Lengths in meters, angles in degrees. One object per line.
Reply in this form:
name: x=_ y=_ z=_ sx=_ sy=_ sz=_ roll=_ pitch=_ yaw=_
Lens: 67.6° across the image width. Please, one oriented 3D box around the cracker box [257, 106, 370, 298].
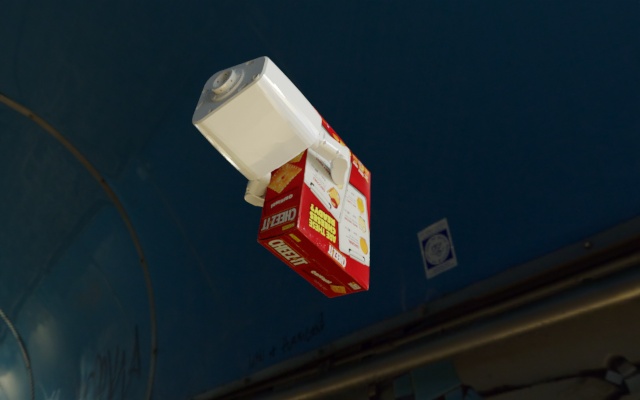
cracker box: x=0.000 y=0.002 z=0.664 sx=0.072 sy=0.213 sz=0.164 roll=-20 pitch=-45 yaw=29
